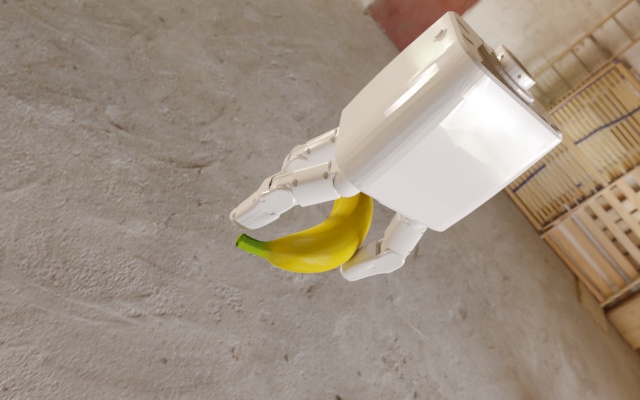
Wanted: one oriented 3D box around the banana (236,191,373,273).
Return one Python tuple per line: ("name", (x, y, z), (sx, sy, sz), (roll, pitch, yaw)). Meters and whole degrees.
("banana", (0.011, 0.016, 0.420), (0.037, 0.069, 0.197), (-45, -6, 32))
